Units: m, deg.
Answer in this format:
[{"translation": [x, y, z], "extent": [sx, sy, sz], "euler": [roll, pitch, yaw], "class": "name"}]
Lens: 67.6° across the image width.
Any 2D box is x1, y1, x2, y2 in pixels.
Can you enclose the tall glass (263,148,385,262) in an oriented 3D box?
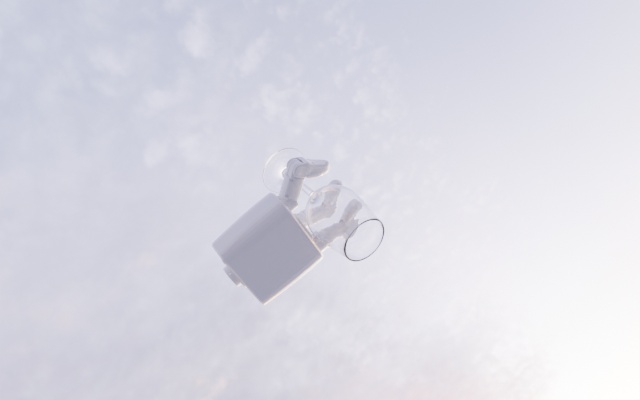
[{"translation": [0.000, 0.002, 0.650], "extent": [0.079, 0.079, 0.201], "euler": [0, 28, -39], "class": "tall glass"}]
